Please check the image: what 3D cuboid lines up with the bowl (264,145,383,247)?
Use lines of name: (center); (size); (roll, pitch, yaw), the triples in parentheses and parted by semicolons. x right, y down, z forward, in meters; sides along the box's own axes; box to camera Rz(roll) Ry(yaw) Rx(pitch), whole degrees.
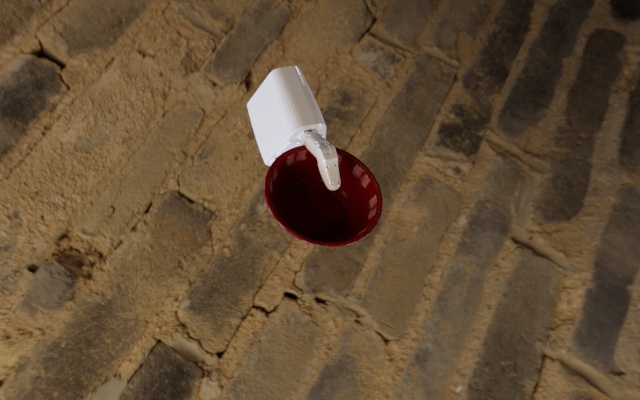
bowl: (0.000, 0.004, 0.652); (0.162, 0.162, 0.055); (0, -32, -16)
